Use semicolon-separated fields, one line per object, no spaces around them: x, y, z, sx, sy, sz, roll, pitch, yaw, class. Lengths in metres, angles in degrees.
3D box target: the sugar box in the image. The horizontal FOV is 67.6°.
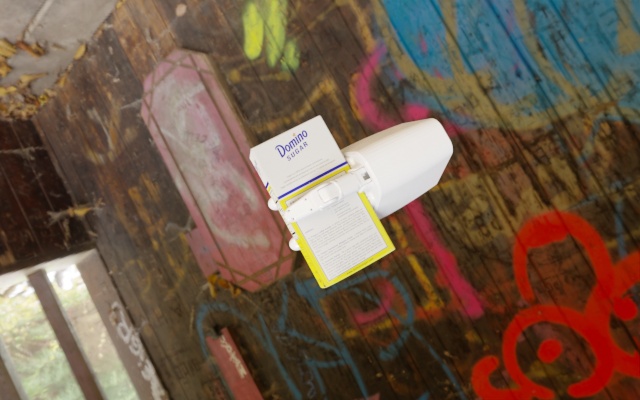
0.000;0.002;0.549;0.093;0.176;0.048;-28;-5;-13;sugar box
